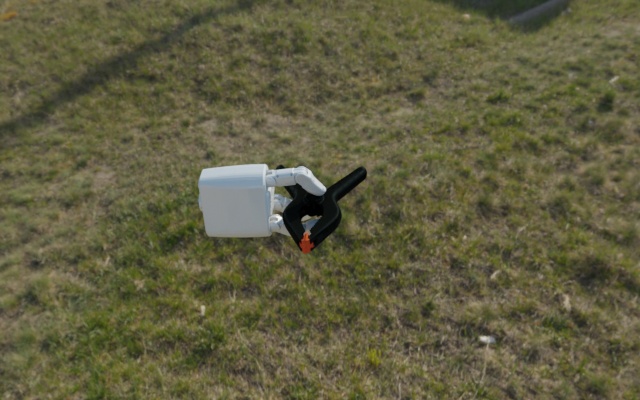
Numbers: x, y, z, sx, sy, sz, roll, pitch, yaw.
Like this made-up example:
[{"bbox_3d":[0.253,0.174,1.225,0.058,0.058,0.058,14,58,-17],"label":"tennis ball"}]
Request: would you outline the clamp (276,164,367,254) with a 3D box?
[{"bbox_3d":[0.000,0.002,0.788,0.164,0.036,0.209,-4,39,3],"label":"clamp"}]
